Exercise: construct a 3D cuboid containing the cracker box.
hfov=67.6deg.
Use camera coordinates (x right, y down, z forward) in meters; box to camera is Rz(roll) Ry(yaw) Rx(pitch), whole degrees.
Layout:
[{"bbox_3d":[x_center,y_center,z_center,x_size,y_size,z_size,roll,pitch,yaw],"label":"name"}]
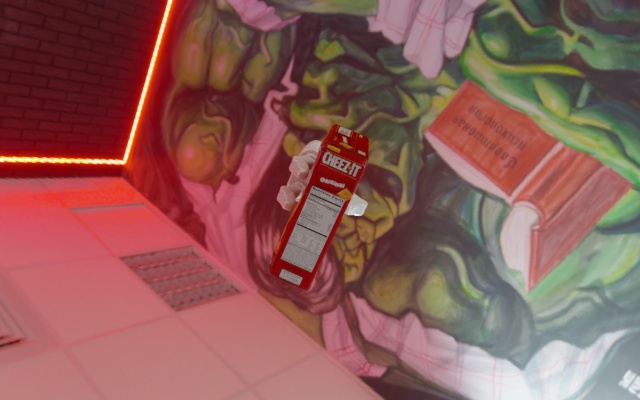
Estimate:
[{"bbox_3d":[0.000,0.003,0.723,0.072,0.214,0.164,23,18,-2],"label":"cracker box"}]
